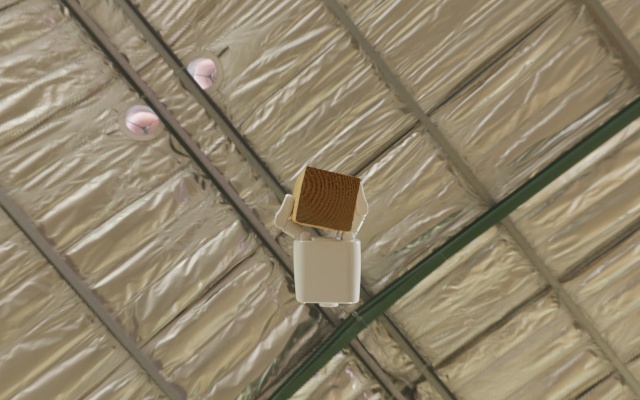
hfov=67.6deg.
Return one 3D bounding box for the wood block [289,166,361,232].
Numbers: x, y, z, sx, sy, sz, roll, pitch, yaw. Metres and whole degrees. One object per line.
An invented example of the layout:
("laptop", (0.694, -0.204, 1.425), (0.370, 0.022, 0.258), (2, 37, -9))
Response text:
("wood block", (0.000, 0.003, 0.836), (0.091, 0.090, 0.206), (12, -4, -7))
